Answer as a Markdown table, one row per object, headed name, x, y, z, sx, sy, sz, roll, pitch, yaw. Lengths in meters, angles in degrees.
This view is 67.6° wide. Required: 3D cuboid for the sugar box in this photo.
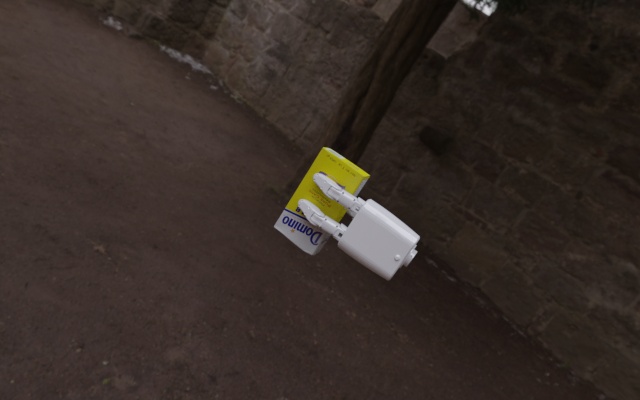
| name | x | y | z | sx | sy | sz | roll | pitch | yaw |
| --- | --- | --- | --- | --- | --- | --- | --- | --- | --- |
| sugar box | 0.000 | 0.003 | 0.852 | 0.093 | 0.176 | 0.048 | 36 | 15 | 14 |
